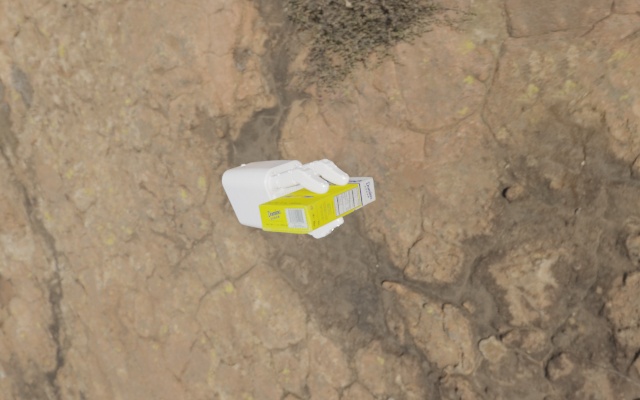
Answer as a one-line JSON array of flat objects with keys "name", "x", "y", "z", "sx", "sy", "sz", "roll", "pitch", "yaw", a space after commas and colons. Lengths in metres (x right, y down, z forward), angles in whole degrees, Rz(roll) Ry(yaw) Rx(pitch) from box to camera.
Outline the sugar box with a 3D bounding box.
[{"name": "sugar box", "x": 0.000, "y": 0.002, "z": 0.731, "sx": 0.093, "sy": 0.048, "sz": 0.176, "roll": 1, "pitch": 18, "yaw": 37}]
